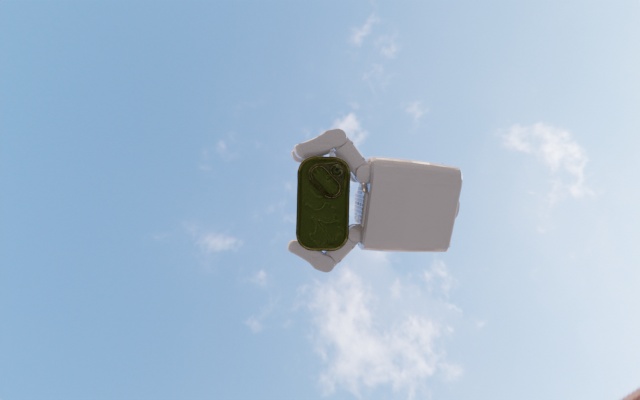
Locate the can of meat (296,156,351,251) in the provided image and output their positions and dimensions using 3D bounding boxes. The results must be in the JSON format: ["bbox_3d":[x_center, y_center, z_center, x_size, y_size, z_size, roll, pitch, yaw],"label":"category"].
[{"bbox_3d":[0.000,0.002,0.551,0.057,0.102,0.084,1,3,-4],"label":"can of meat"}]
